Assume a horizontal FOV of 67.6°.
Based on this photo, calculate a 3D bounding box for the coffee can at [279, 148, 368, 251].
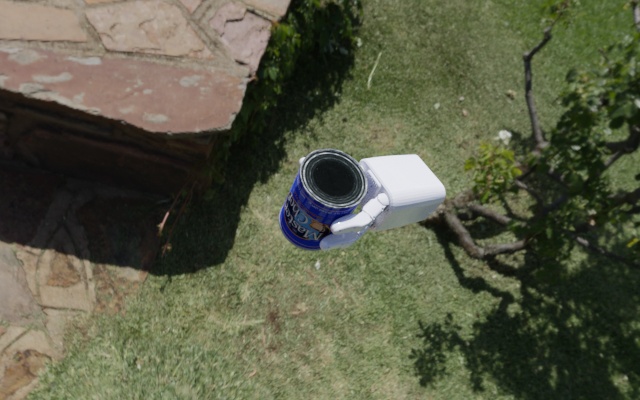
[{"bbox_3d":[0.000,0.002,0.737,0.103,0.102,0.140,0,-30,-19],"label":"coffee can"}]
